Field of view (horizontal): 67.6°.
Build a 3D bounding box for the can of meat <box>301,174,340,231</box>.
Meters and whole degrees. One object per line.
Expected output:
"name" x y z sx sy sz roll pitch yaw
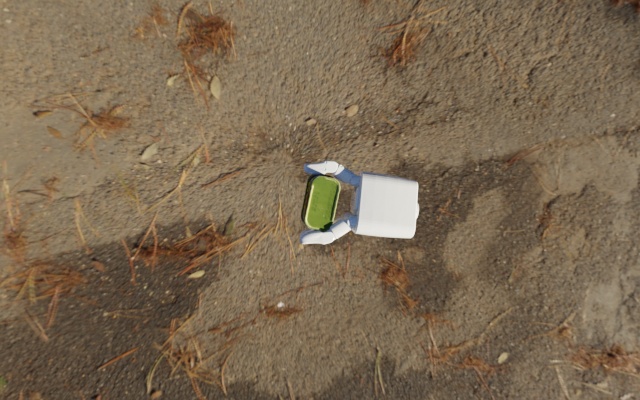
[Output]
"can of meat" 0.000 0.003 0.868 0.057 0.102 0.084 11 3 -6
